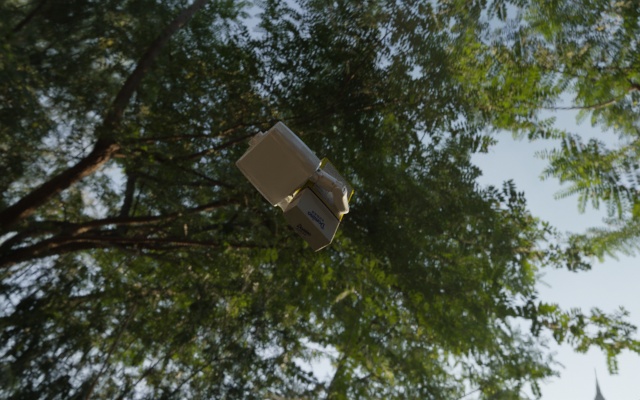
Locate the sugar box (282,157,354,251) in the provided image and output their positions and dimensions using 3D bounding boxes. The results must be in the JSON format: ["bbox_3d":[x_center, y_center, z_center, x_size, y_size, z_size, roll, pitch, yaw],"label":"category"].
[{"bbox_3d":[0.000,0.003,0.880,0.048,0.093,0.176,-31,17,36],"label":"sugar box"}]
